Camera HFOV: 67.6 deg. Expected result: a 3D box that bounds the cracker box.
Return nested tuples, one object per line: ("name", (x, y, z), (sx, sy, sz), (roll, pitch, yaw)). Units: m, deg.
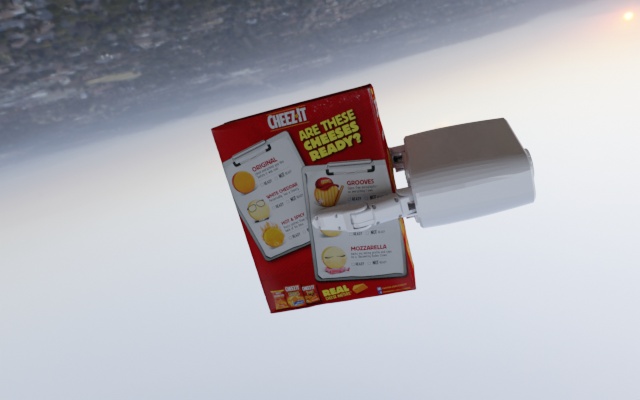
("cracker box", (0.000, 0.002, 0.510), (0.164, 0.214, 0.072), (-12, 15, 12))
